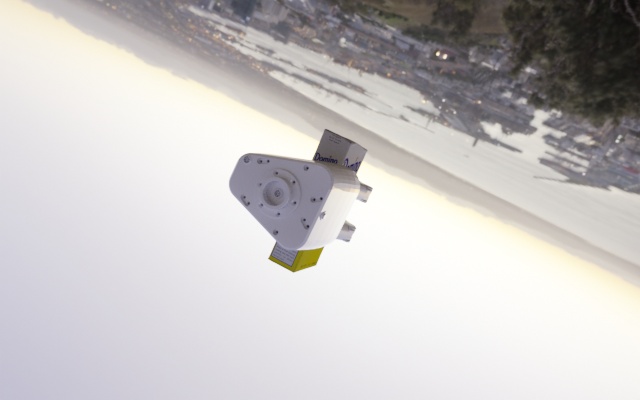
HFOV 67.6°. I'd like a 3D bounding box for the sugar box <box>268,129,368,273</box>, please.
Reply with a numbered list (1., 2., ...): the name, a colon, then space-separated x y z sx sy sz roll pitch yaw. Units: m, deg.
1. sugar box: 0.000 0.002 0.616 0.048 0.176 0.093 28 8 16
